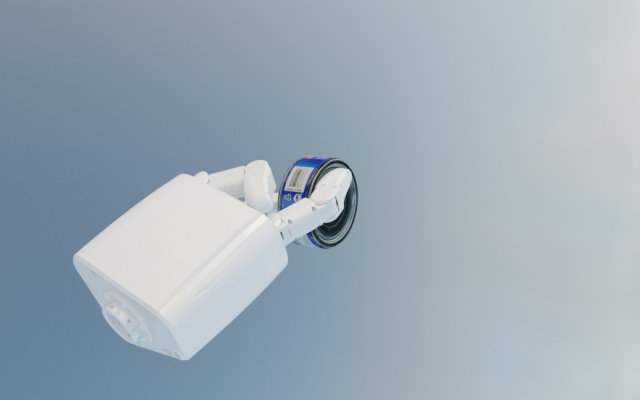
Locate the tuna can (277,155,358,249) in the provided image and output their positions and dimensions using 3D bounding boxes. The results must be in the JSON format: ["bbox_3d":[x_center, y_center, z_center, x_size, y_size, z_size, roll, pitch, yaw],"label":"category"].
[{"bbox_3d":[0.001,0.001,0.445,0.034,0.086,0.086,7,4,35],"label":"tuna can"}]
